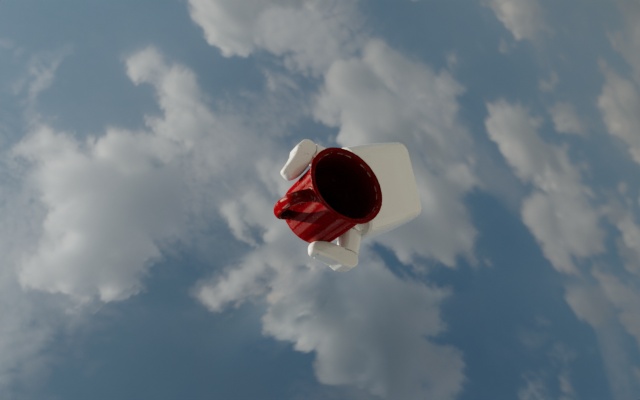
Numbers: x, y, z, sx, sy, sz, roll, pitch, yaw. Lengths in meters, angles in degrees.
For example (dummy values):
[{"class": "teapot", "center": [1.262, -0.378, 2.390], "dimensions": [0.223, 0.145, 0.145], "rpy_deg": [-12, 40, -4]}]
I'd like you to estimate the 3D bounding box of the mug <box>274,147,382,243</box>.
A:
[{"class": "mug", "center": [-0.001, 0.002, 0.536], "dimensions": [0.117, 0.093, 0.081], "rpy_deg": [-12, -18, -39]}]
